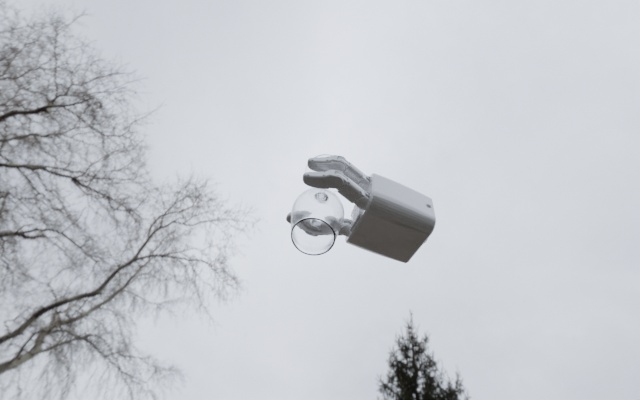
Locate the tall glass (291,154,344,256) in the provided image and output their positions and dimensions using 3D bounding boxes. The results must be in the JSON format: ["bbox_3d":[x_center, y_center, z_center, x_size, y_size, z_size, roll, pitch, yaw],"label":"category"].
[{"bbox_3d":[0.000,0.002,0.738,0.079,0.079,0.201,0,29,7],"label":"tall glass"}]
